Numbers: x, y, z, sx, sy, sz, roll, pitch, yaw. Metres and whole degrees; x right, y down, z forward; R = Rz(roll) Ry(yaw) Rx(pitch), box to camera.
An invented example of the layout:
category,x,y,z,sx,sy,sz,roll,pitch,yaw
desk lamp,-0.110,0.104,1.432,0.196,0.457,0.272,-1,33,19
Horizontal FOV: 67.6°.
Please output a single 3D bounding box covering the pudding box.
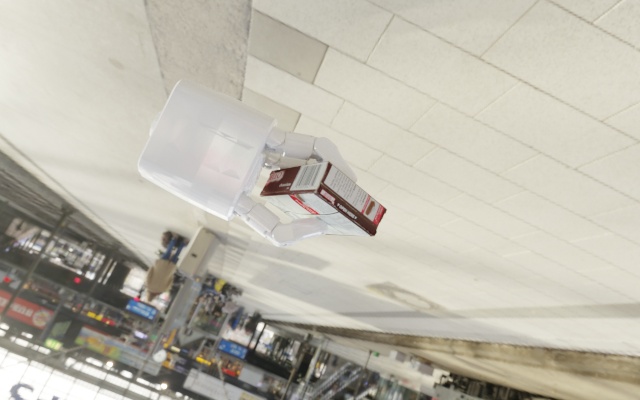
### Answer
category,x,y,z,sx,sy,sz,roll,pitch,yaw
pudding box,0.000,0.002,0.513,0.090,0.039,0.113,36,-20,-29
